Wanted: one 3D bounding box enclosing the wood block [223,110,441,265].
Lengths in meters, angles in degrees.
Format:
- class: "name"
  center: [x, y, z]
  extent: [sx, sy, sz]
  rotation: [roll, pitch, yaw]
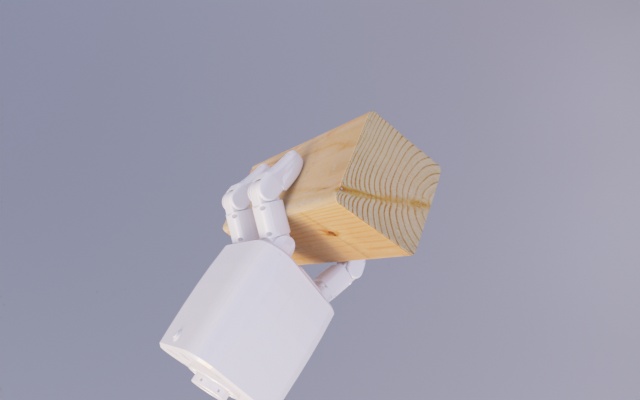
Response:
- class: "wood block"
  center: [0.000, 0.002, 0.464]
  extent: [0.091, 0.090, 0.206]
  rotation: [35, -27, -25]
